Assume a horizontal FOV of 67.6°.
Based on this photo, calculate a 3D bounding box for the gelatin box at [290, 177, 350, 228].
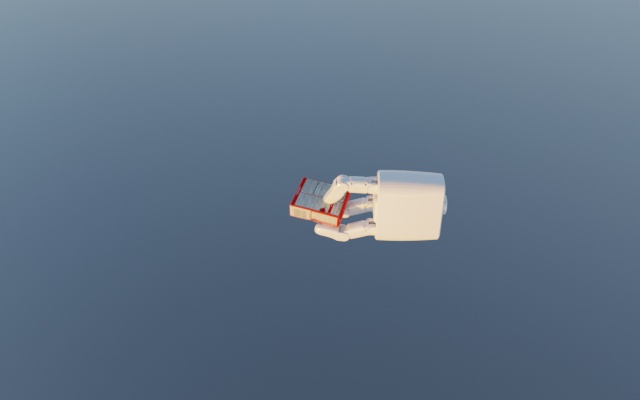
[{"bbox_3d":[0.000,0.002,0.818,0.089,0.073,0.030,14,-42,10],"label":"gelatin box"}]
